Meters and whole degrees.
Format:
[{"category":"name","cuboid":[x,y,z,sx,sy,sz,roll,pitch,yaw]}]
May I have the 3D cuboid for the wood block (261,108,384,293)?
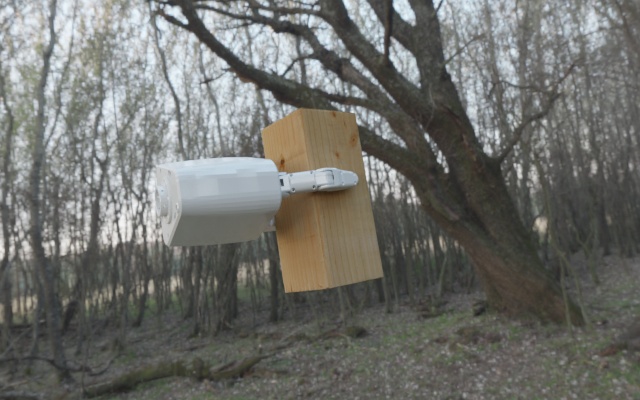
[{"category":"wood block","cuboid":[0.000,0.002,0.588,0.090,0.206,0.091,-3,-9,-40]}]
